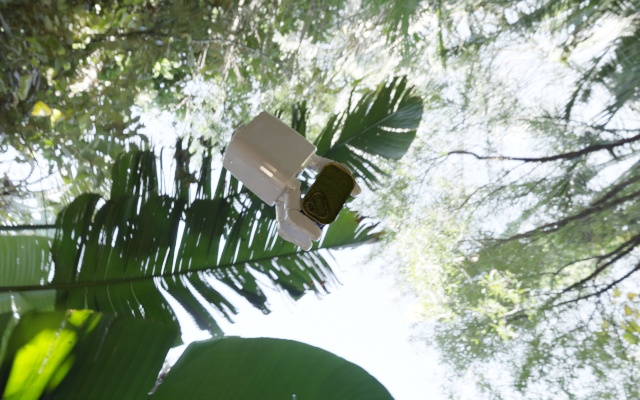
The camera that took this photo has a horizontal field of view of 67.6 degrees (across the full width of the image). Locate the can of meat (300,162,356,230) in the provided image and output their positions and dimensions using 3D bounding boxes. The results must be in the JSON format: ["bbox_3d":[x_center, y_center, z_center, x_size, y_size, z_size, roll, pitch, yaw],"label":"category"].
[{"bbox_3d":[0.000,0.003,0.751,0.057,0.102,0.084,34,-28,-5],"label":"can of meat"}]
